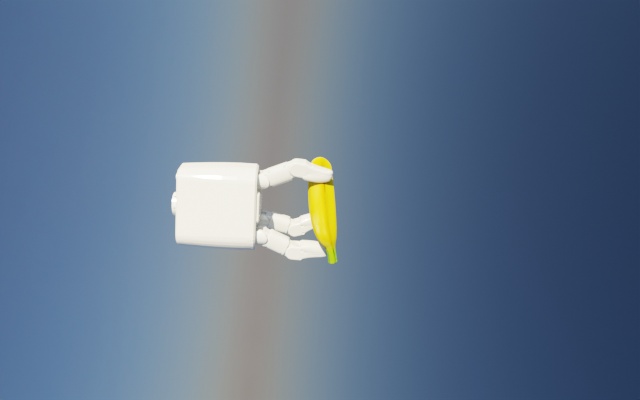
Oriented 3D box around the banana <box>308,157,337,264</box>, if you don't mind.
[{"bbox_3d":[0.001,-0.008,0.685,0.037,0.197,0.070,-1,-42,-3],"label":"banana"}]
